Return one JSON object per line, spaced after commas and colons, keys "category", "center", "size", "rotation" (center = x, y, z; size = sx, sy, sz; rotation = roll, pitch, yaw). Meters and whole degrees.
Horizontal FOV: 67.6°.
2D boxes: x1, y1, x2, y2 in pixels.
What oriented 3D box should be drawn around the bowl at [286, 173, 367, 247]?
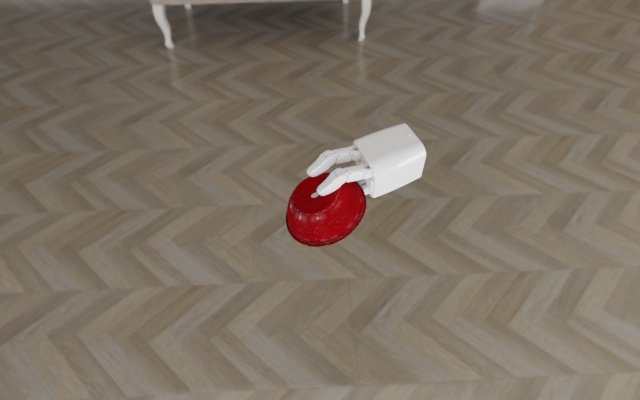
{"category": "bowl", "center": [-0.001, 0.003, 0.879], "size": [0.162, 0.162, 0.055], "rotation": [0, -34, 25]}
